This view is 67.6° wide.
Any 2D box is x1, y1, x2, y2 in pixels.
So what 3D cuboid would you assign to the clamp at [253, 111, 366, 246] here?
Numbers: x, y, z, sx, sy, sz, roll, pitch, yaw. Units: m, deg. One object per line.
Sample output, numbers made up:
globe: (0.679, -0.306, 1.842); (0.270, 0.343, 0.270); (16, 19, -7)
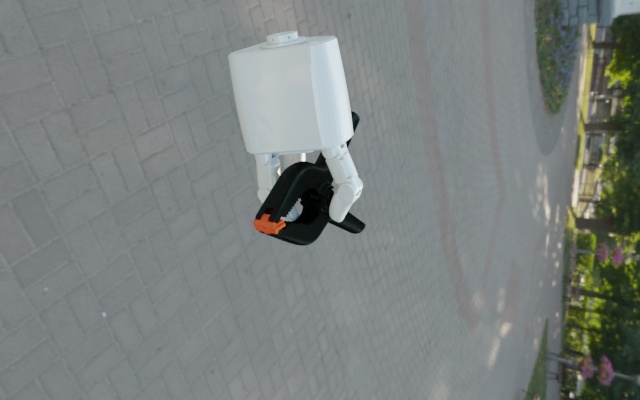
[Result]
clamp: (0.000, 0.002, 0.562); (0.036, 0.165, 0.210); (6, 29, 32)
